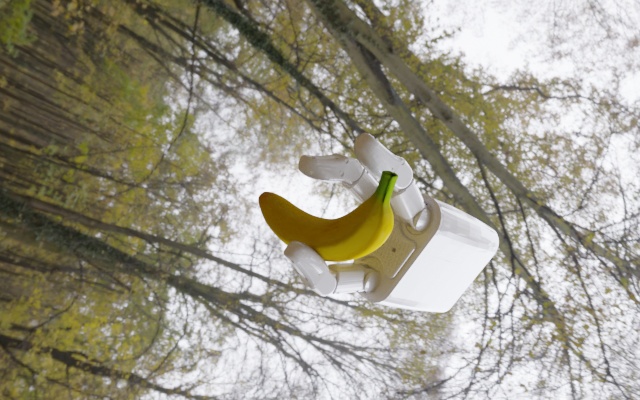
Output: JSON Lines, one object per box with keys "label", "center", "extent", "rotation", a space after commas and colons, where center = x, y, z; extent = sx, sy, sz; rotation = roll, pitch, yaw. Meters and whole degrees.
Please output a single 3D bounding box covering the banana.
{"label": "banana", "center": [0.001, 0.020, 0.427], "extent": [0.037, 0.069, 0.198], "rotation": [11, -10, -37]}
